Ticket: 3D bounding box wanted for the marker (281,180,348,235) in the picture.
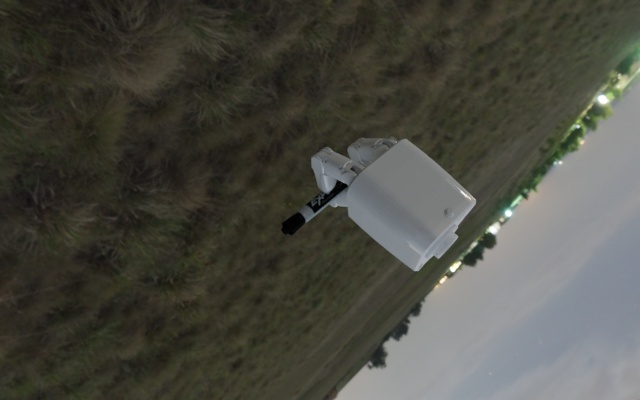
[{"bbox_3d":[0.000,0.002,0.573,0.121,0.020,0.020,-39,19,-26],"label":"marker"}]
